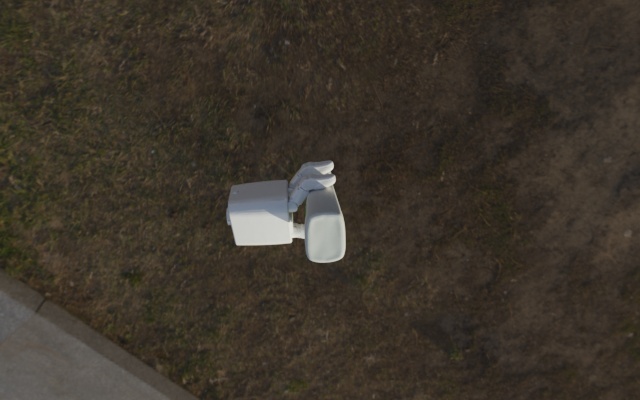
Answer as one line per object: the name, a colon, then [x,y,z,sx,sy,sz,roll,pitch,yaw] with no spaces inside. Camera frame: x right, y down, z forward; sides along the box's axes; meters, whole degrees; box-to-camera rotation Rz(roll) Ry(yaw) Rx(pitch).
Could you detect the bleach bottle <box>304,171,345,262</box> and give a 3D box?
bleach bottle: [0.000,0.003,0.891,0.068,0.103,0.250,-3,28,-3]
